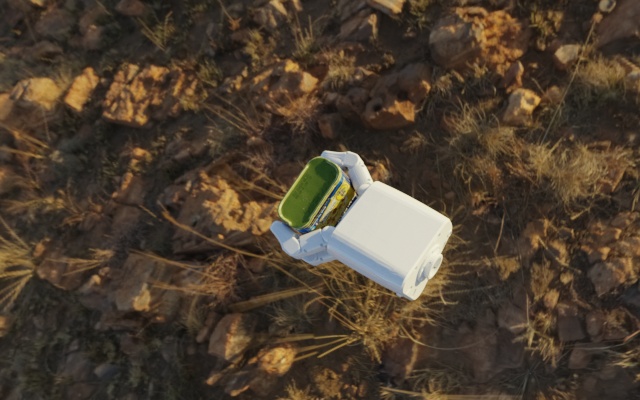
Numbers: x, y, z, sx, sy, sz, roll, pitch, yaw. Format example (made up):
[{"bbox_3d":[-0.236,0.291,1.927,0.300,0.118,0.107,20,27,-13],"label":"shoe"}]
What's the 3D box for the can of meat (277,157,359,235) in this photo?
[{"bbox_3d":[0.000,0.002,0.625,0.057,0.102,0.084,32,-4,29],"label":"can of meat"}]
